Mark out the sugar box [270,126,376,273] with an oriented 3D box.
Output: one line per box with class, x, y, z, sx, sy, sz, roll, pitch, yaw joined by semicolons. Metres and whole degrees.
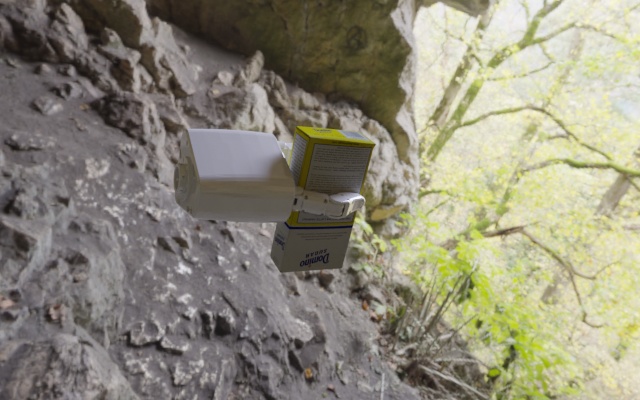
sugar box;0.000;0.002;0.587;0.093;0.176;0.048;1;27;-30
